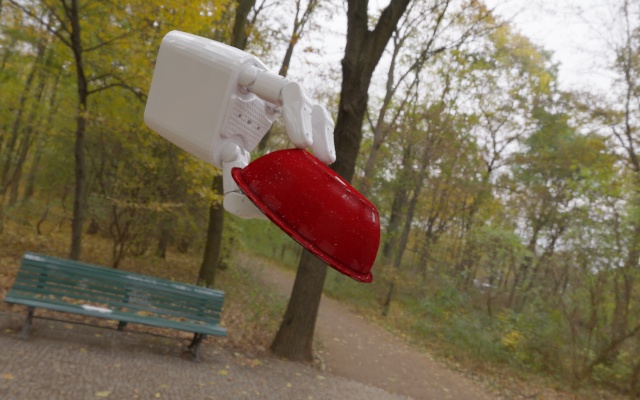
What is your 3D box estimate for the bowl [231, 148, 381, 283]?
[{"bbox_3d":[0.001,0.002,0.431,0.162,0.055,0.162,39,6,-5],"label":"bowl"}]
